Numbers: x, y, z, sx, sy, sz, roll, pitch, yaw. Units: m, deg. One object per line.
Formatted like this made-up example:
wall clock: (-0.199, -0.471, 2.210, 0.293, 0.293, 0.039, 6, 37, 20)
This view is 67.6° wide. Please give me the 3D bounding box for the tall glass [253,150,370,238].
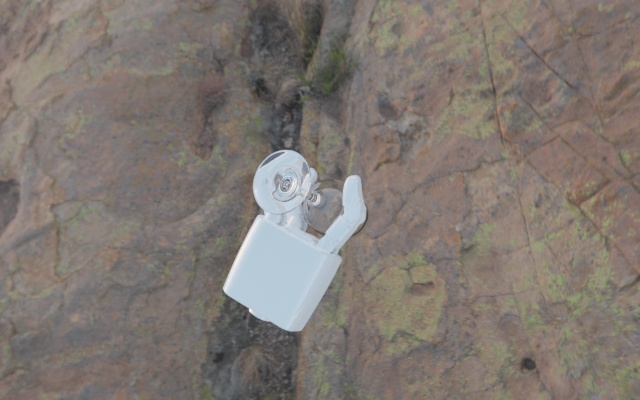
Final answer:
tall glass: (0.000, 0.002, 0.613, 0.079, 0.079, 0.201, 0, -13, 27)
